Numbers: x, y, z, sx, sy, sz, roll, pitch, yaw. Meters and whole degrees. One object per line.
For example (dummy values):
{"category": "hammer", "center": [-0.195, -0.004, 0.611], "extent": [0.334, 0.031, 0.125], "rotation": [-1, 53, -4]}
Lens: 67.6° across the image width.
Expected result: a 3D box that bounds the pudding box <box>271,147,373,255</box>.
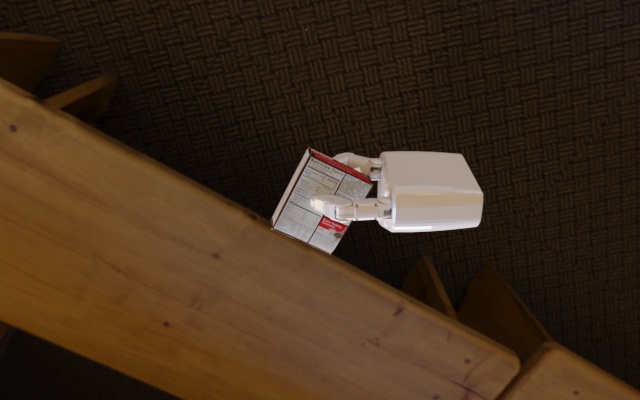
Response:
{"category": "pudding box", "center": [0.000, 0.002, 0.606], "extent": [0.090, 0.113, 0.039], "rotation": [25, 16, -12]}
